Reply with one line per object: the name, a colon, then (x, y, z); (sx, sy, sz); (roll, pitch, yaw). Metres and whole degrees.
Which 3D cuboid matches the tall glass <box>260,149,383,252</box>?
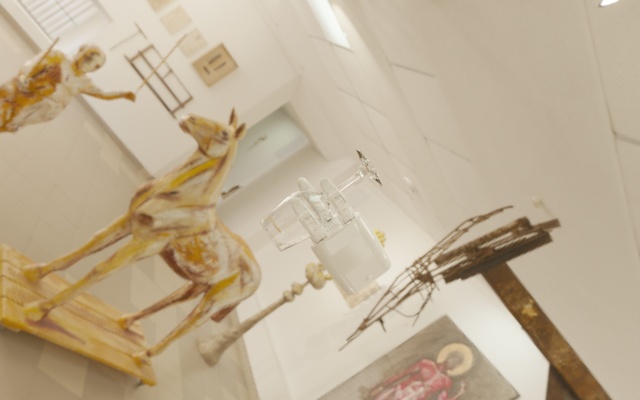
tall glass: (0.001, 0.002, 0.788); (0.201, 0.079, 0.079); (-35, 1, -2)
